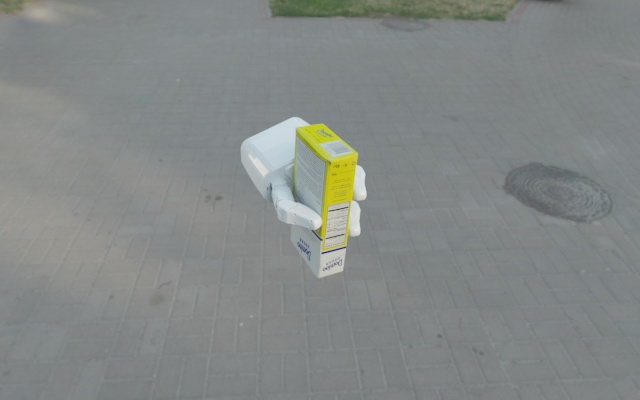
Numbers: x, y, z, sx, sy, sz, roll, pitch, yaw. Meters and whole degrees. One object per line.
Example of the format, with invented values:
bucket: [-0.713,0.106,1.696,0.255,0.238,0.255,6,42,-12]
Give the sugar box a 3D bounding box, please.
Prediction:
sugar box: [0.001,0.002,0.612,0.048,0.176,0.093,-14,37,-23]
